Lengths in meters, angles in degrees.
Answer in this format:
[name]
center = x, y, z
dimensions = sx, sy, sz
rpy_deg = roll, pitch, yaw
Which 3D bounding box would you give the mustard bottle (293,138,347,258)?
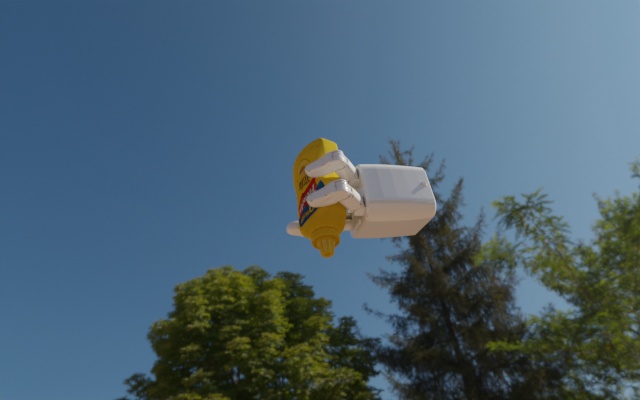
[mustard bottle]
center = 0.000, 0.002, 0.719
dimensions = 0.058, 0.191, 0.096
rpy_deg = 18, -46, -28
